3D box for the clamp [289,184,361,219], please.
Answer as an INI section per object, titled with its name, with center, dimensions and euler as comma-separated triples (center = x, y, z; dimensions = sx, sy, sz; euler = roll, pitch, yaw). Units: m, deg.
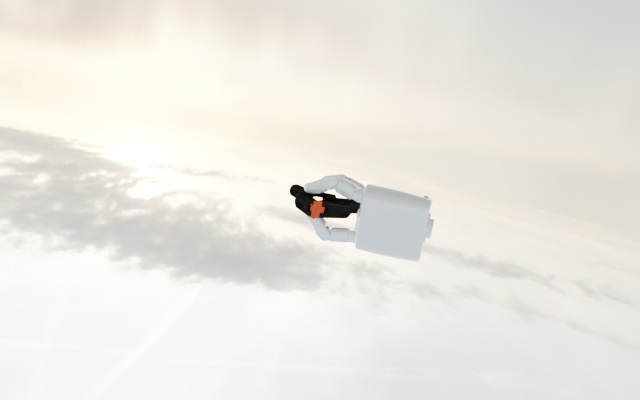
[clamp]
center = 0.000, 0.004, 0.811
dimensions = 0.164, 0.036, 0.210
euler = 13, 7, 14
